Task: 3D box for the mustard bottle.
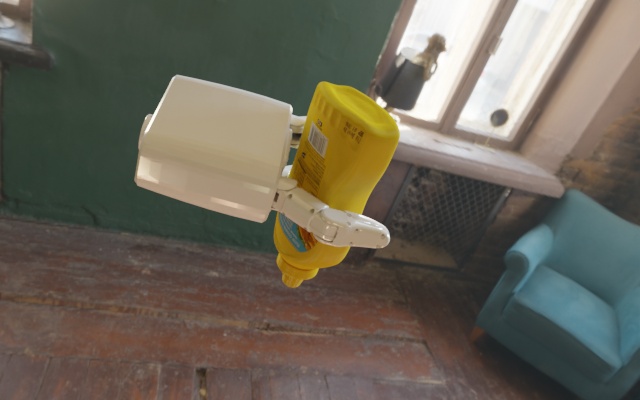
[{"bbox_3d":[0.000,0.001,0.423,0.058,0.192,0.096,2,34,-32],"label":"mustard bottle"}]
